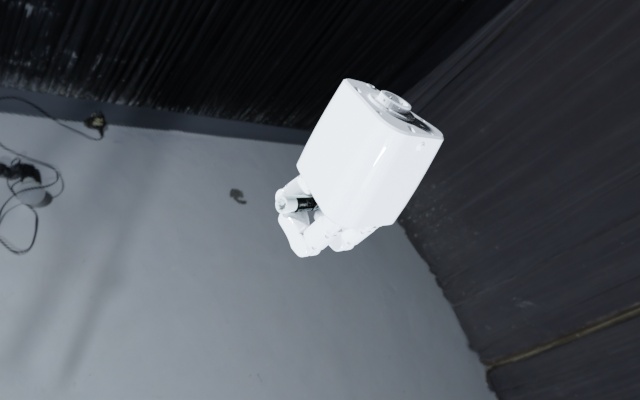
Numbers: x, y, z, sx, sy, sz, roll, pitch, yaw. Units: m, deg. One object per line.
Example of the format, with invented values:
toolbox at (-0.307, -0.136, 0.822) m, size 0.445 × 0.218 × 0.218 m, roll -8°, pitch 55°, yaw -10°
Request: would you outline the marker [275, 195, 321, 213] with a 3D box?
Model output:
marker at (0.000, 0.002, 0.537) m, size 0.020 × 0.020 × 0.121 m, roll 0°, pitch 2°, yaw 43°
